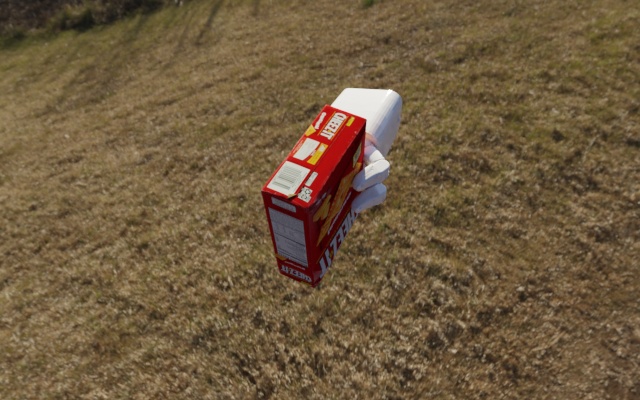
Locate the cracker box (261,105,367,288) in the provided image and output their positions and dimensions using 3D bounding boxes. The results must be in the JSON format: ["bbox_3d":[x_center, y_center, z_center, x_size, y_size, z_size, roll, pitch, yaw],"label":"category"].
[{"bbox_3d":[0.000,0.002,0.671,0.072,0.164,0.214,23,-31,18],"label":"cracker box"}]
